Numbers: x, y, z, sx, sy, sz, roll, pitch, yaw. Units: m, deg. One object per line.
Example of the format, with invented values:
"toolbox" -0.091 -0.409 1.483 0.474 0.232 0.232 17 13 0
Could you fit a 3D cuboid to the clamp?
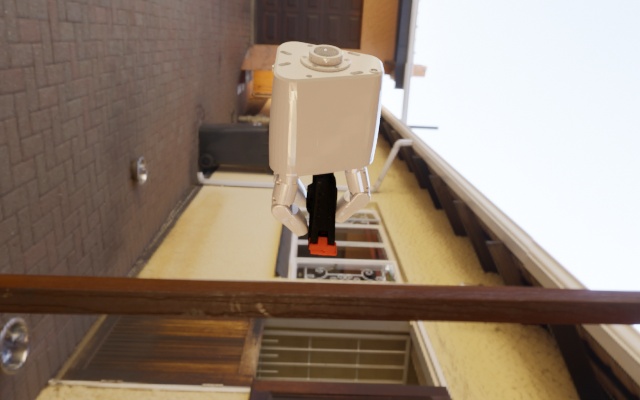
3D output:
"clamp" 0.001 0.002 0.574 0.036 0.165 0.209 4 40 -3
